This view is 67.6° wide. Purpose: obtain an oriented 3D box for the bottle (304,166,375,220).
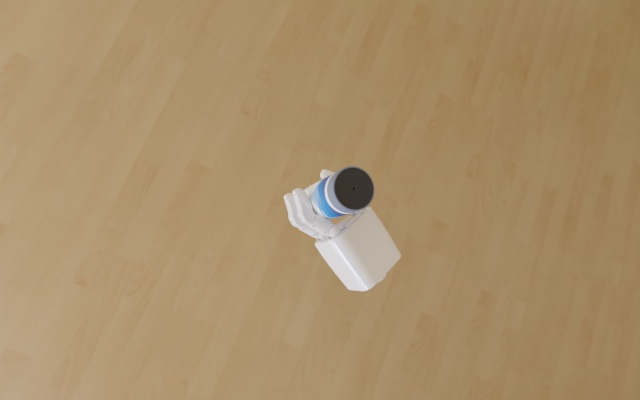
[{"bbox_3d":[0.000,0.003,0.828,0.069,0.069,0.296,0,-8,-19],"label":"bottle"}]
